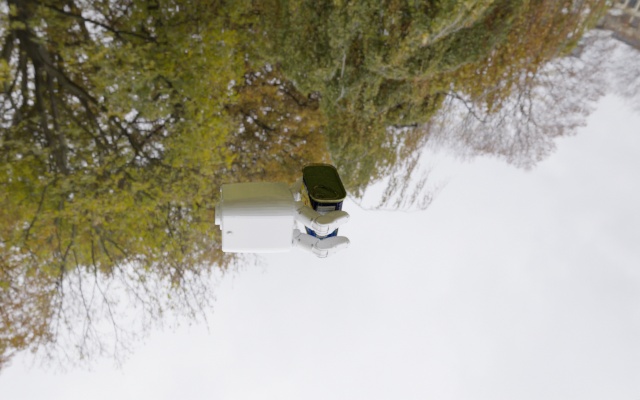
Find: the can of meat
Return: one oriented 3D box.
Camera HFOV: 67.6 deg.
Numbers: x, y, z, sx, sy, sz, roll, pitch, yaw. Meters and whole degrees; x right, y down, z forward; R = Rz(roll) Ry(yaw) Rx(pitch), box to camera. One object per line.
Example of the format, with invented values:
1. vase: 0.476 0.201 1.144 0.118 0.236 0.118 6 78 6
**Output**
1. can of meat: 0.000 0.003 0.764 0.057 0.084 0.102 -2 37 -14
